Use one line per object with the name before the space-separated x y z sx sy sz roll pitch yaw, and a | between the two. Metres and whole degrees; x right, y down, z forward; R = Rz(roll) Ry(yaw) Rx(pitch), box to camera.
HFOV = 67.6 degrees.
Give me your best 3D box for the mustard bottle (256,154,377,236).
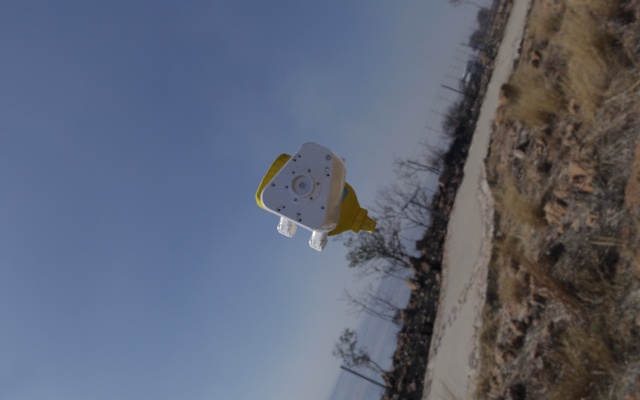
mustard bottle | 0.000 0.002 0.767 0.191 0.096 0.058 25 -23 10
